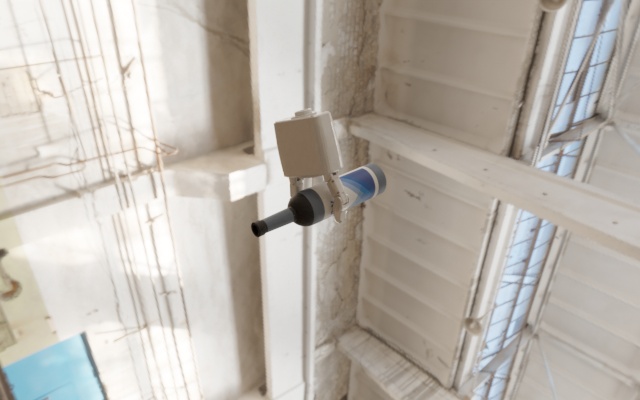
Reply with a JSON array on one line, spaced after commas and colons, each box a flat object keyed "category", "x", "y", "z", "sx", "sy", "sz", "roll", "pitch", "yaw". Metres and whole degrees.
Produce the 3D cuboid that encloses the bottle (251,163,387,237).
[{"category": "bottle", "x": 0.000, "y": 0.003, "z": 0.894, "sx": 0.295, "sy": 0.069, "sz": 0.069, "roll": -23, "pitch": 14, "yaw": -35}]
